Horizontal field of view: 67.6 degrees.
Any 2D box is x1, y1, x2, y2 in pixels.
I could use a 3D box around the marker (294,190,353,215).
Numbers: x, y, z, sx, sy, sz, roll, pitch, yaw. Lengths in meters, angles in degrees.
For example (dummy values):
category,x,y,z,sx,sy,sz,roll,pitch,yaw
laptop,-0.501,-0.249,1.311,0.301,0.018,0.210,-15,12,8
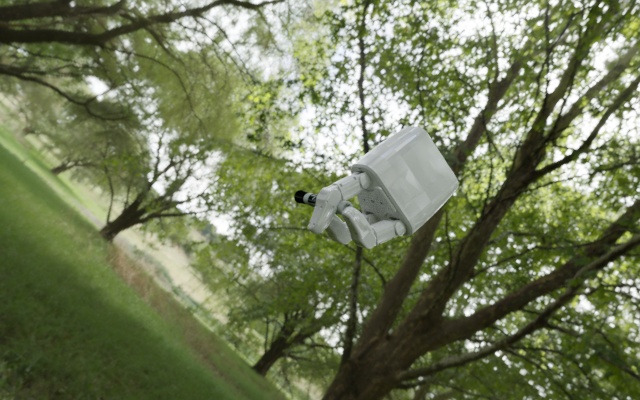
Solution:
category,x,y,z,sx,sy,sz,roll,pitch,yaw
marker,0.000,0.002,0.633,0.020,0.020,0.121,0,8,-33
